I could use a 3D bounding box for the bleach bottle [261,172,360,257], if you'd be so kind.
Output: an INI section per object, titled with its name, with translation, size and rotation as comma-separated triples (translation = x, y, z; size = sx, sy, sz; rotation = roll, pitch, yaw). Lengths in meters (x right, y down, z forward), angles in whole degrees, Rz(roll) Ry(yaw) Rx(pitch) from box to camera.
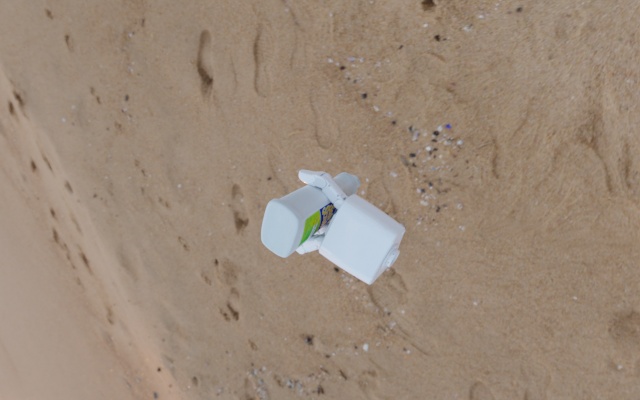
[bleach bottle]
translation = 0.000, 0.003, 0.853
size = 0.068, 0.103, 0.250
rotation = 33, 38, 19
